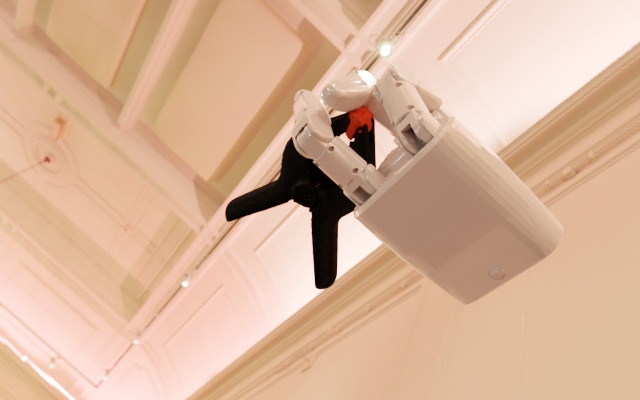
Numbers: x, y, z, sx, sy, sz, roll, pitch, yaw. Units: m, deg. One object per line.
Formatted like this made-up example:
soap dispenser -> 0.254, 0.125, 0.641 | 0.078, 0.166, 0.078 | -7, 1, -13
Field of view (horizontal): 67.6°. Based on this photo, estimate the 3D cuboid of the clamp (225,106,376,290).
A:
clamp -> 0.000, 0.001, 0.402 | 0.171, 0.120, 0.039 | -46, 7, 37
